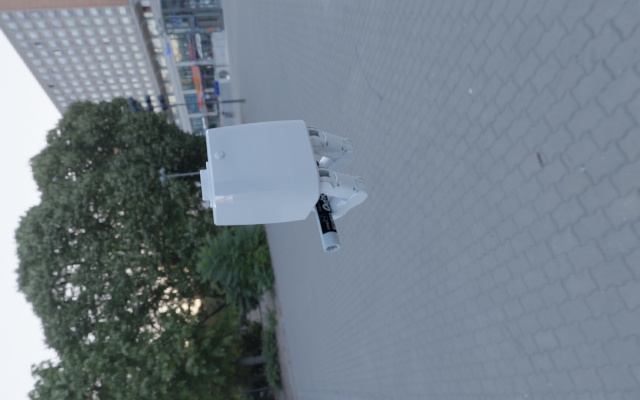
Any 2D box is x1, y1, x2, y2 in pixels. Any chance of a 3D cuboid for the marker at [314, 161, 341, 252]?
[{"bbox_3d":[0.000,0.002,0.543,0.020,0.121,0.020,-10,-32,-7],"label":"marker"}]
